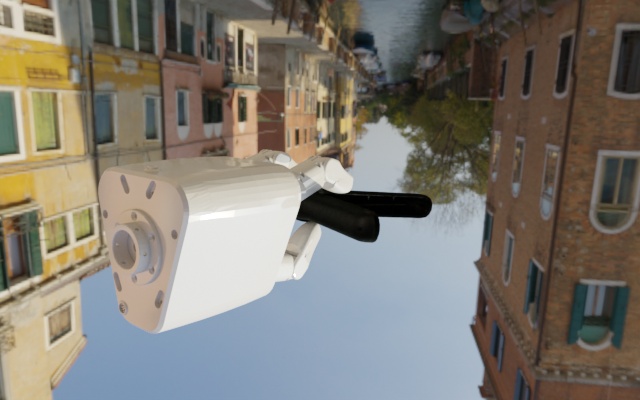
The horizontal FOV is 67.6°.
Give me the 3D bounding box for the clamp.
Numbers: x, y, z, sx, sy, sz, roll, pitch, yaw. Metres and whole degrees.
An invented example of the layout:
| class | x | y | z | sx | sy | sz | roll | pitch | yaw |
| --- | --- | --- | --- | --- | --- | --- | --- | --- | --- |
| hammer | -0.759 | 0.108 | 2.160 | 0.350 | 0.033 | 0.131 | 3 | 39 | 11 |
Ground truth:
| class | x | y | z | sx | sy | sz | roll | pitch | yaw |
| --- | --- | --- | --- | --- | --- | --- | --- | --- | --- |
| clamp | -0.001 | 0.002 | 0.477 | 0.210 | 0.036 | 0.164 | 9 | 9 | 34 |
